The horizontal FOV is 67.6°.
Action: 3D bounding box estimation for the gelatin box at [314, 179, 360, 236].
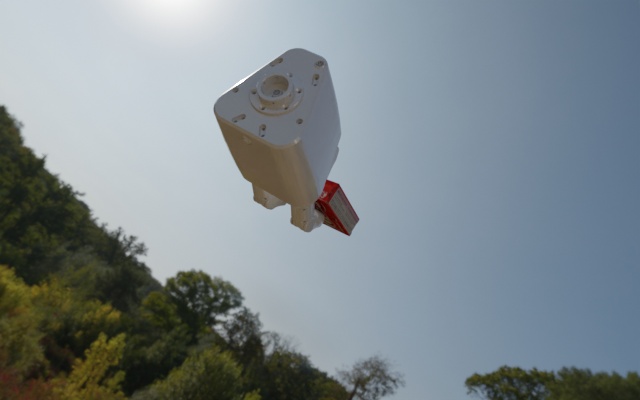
[{"bbox_3d":[0.000,0.002,0.584,0.073,0.030,0.089,23,-18,32],"label":"gelatin box"}]
